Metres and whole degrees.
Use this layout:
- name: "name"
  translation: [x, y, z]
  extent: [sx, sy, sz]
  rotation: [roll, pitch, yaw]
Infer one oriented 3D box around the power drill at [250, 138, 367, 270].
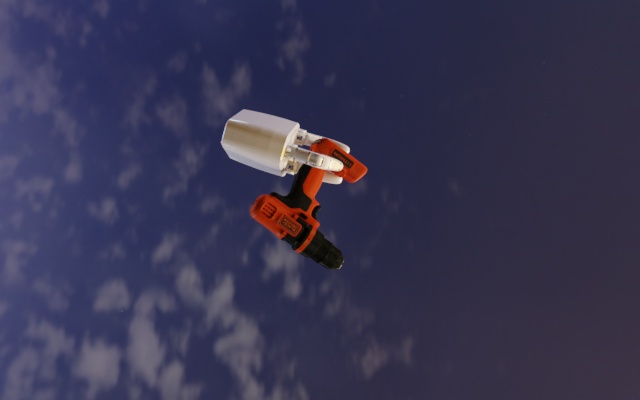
- name: "power drill"
  translation: [0.000, 0.002, 0.820]
  extent: [0.184, 0.187, 0.057]
  rotation: [37, -15, -13]
